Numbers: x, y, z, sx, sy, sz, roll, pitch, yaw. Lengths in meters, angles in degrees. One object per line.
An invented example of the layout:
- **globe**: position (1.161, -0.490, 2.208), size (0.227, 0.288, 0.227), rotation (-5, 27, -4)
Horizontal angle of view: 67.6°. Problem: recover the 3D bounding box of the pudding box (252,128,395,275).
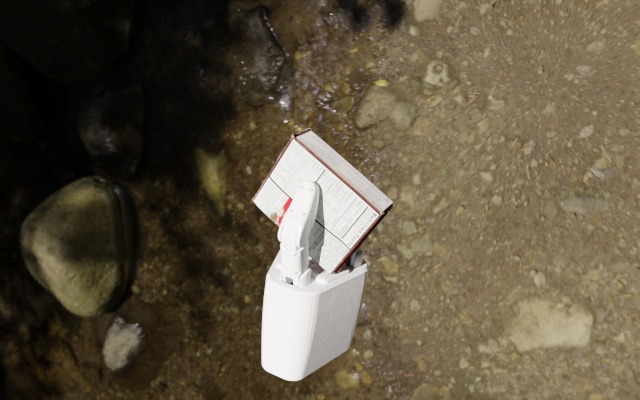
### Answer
- **pudding box**: position (0.000, 0.002, 0.458), size (0.113, 0.090, 0.039), rotation (42, 31, 8)
